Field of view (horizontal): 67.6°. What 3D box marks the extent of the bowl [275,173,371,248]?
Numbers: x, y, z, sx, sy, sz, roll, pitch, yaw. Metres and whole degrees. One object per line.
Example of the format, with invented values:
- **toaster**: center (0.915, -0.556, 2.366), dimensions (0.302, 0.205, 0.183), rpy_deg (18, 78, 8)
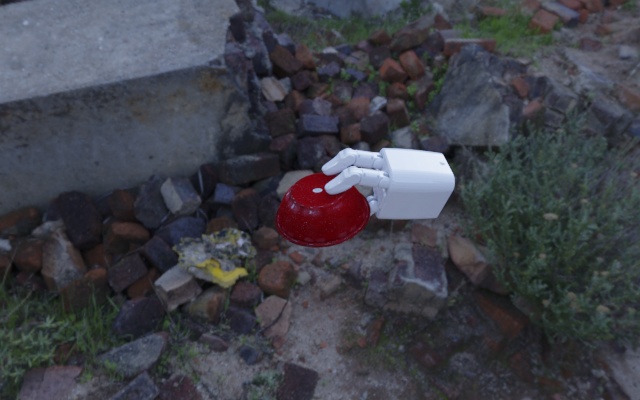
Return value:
- **bowl**: center (-0.001, 0.003, 0.783), dimensions (0.162, 0.055, 0.162), rpy_deg (-6, 38, 5)
